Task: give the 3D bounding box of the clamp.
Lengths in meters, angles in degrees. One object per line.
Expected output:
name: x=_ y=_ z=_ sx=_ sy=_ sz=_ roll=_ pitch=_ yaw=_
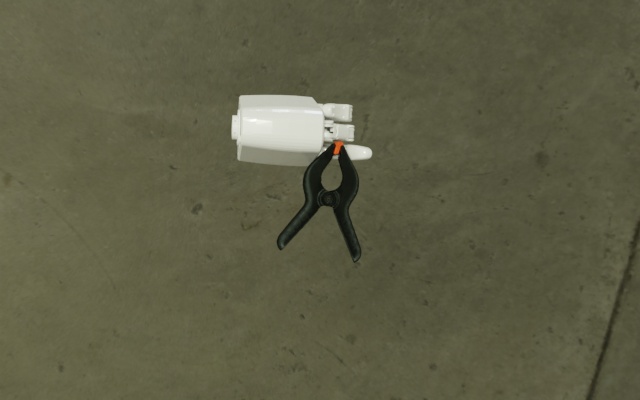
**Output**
clamp: x=0.000 y=0.002 z=0.671 sx=0.120 sy=0.171 sz=0.039 roll=1 pitch=2 yaw=-9
